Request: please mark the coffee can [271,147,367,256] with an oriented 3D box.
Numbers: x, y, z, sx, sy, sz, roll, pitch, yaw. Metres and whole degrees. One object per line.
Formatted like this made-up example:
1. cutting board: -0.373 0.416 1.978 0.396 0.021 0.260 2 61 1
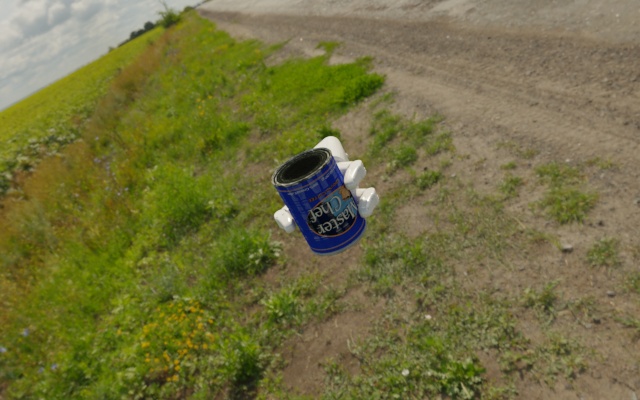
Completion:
1. coffee can: 0.000 0.003 0.752 0.103 0.140 0.102 -22 27 12
